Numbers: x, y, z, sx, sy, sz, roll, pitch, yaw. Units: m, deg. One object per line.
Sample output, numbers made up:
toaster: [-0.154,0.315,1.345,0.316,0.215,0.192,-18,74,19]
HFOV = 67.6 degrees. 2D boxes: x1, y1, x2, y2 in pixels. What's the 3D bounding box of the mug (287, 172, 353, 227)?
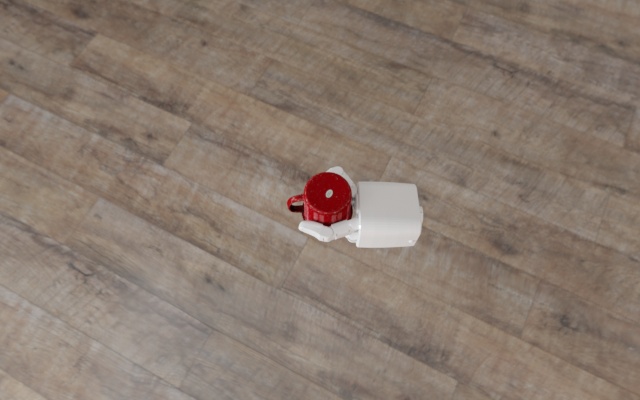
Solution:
mug: [-0.001,0.003,0.828,0.117,0.093,0.081,-1,-24,0]
